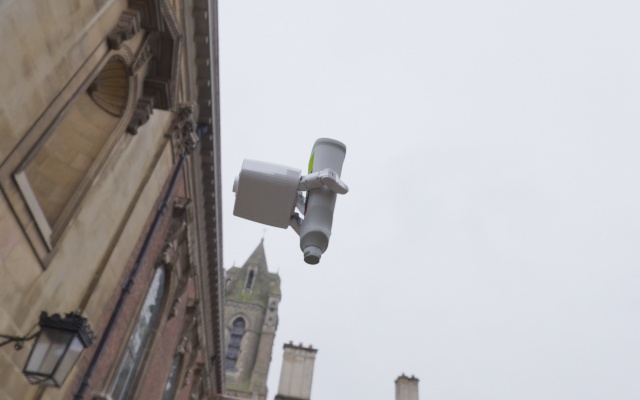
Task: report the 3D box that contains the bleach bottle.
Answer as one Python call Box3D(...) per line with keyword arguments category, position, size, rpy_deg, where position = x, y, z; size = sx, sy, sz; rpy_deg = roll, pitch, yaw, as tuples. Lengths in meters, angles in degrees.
Box3D(category="bleach bottle", position=(0.000, 0.003, 0.875), size=(0.068, 0.250, 0.103), rpy_deg=(13, -43, -5))
